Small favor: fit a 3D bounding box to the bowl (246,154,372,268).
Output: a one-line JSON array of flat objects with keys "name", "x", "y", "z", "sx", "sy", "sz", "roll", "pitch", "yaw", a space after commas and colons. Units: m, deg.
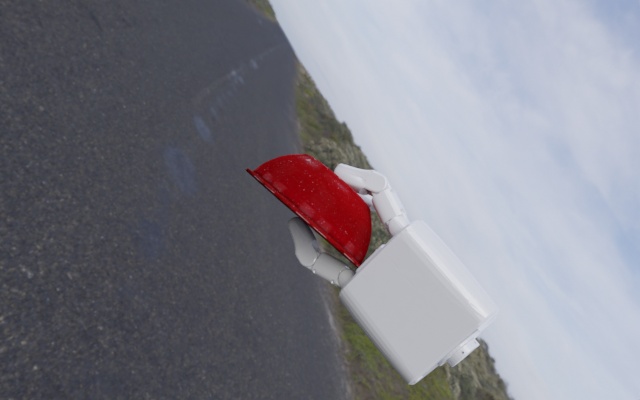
[{"name": "bowl", "x": -0.001, "y": 0.000, "z": 0.499, "sx": 0.162, "sy": 0.055, "sz": 0.162, "roll": 40, "pitch": -3, "yaw": 3}]
